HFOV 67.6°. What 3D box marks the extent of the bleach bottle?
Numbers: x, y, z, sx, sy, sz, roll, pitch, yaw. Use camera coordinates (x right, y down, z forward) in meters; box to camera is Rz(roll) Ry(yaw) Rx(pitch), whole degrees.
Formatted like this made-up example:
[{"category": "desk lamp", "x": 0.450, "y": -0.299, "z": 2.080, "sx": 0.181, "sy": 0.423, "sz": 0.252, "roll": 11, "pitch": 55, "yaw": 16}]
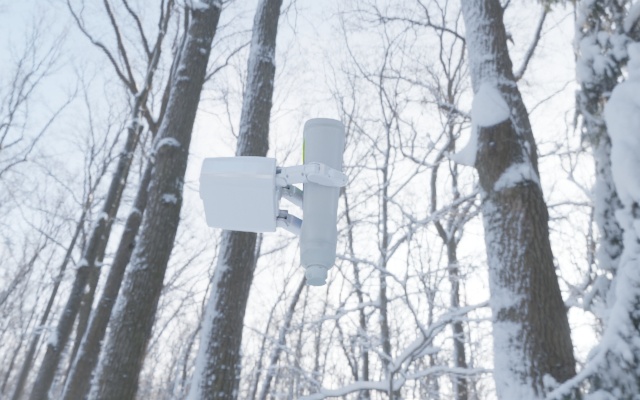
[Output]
[{"category": "bleach bottle", "x": 0.000, "y": 0.002, "z": 0.708, "sx": 0.068, "sy": 0.250, "sz": 0.103, "roll": 3, "pitch": -34, "yaw": 0}]
